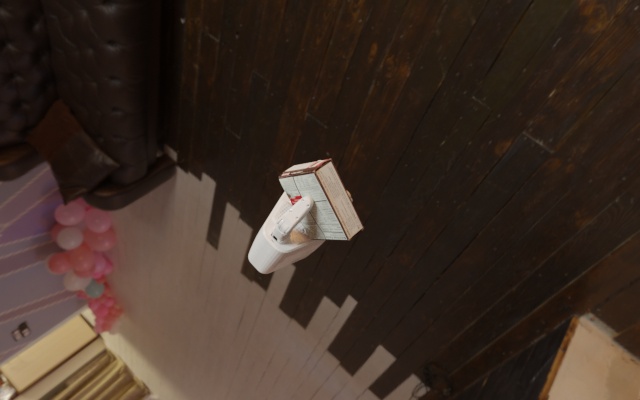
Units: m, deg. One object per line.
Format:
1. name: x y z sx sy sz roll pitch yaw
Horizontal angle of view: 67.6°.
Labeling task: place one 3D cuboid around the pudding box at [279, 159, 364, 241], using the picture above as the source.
1. pudding box: 0.000 0.002 0.671 0.039 0.113 0.090 -40 21 -34
